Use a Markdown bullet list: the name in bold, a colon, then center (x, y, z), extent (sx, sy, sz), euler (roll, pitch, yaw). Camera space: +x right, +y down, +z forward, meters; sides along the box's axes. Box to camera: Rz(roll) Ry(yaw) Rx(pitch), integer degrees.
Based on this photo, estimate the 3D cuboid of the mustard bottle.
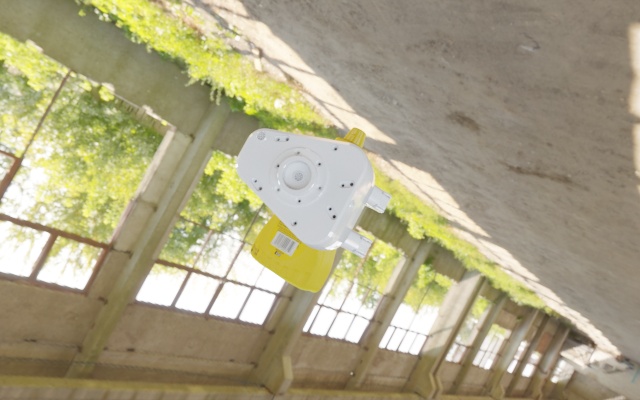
- **mustard bottle**: center (0.000, 0.002, 0.555), extent (0.096, 0.191, 0.058), euler (27, -2, 34)
